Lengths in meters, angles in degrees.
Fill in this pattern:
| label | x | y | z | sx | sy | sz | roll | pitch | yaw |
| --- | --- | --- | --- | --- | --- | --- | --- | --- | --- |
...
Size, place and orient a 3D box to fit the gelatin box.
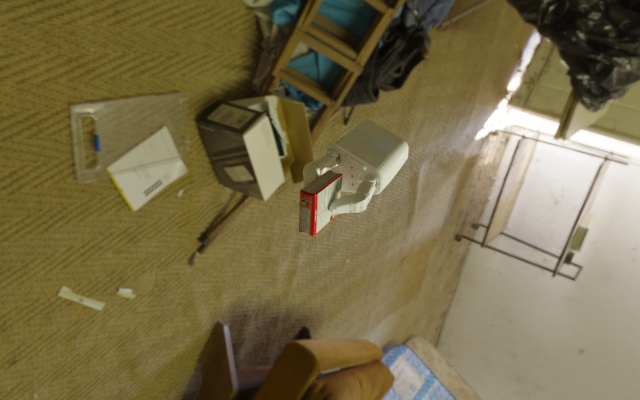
| label | x | y | z | sx | sy | sz | roll | pitch | yaw |
| --- | --- | --- | --- | --- | --- | --- | --- | --- | --- |
| gelatin box | 0.000 | 0.003 | 0.743 | 0.030 | 0.073 | 0.089 | 18 | 33 | 24 |
